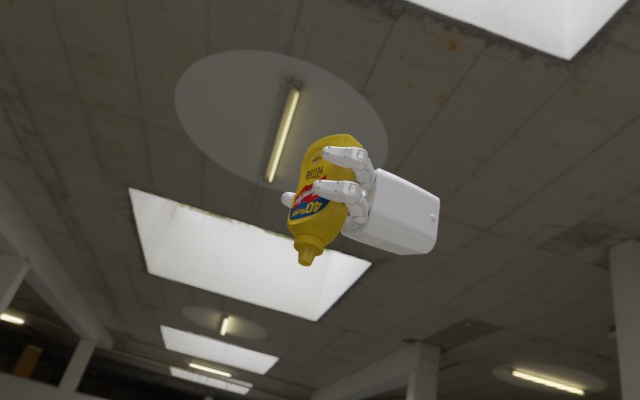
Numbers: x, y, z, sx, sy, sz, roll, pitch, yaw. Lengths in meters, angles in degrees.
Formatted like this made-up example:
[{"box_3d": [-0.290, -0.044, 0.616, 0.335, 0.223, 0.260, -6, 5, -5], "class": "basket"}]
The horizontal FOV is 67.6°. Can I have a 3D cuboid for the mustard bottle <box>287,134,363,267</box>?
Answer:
[{"box_3d": [0.000, 0.002, 0.663, 0.096, 0.191, 0.058, -15, -41, 40], "class": "mustard bottle"}]
